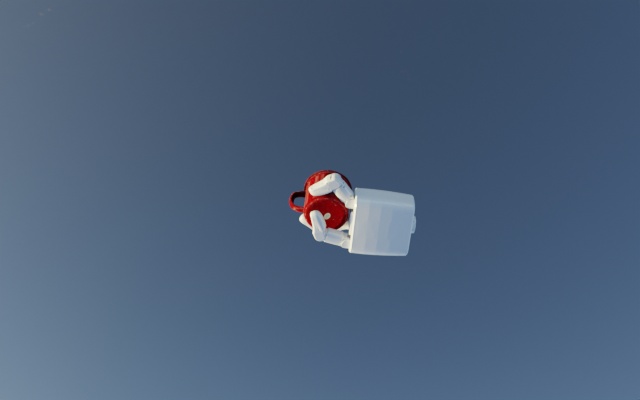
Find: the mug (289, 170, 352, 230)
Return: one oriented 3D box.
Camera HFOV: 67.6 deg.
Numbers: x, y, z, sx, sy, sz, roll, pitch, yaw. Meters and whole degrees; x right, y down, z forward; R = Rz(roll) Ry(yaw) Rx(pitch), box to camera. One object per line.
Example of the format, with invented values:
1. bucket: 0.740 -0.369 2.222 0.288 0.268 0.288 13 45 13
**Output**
1. mug: -0.001 0.003 0.887 0.117 0.093 0.081 4 36 1
